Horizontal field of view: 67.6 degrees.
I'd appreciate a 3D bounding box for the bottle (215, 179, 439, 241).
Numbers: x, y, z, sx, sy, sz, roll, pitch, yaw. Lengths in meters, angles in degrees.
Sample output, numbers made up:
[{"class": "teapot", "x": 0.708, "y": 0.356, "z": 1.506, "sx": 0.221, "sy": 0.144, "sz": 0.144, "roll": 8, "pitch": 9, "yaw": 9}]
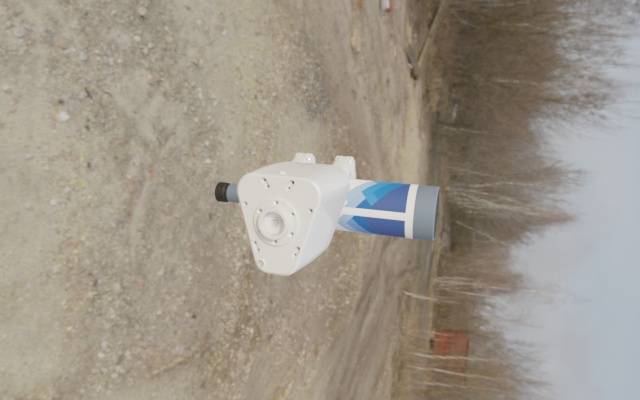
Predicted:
[{"class": "bottle", "x": 0.000, "y": 0.002, "z": 0.620, "sx": 0.295, "sy": 0.069, "sz": 0.069, "roll": 6, "pitch": 2, "yaw": 17}]
